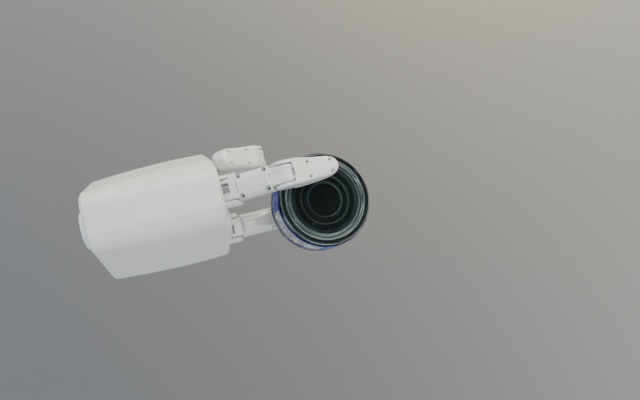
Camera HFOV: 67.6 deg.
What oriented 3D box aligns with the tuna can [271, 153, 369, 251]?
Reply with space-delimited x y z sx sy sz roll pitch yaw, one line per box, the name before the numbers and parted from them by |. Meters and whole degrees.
tuna can | 0.000 0.001 0.432 0.086 0.086 0.034 0 -11 -17
